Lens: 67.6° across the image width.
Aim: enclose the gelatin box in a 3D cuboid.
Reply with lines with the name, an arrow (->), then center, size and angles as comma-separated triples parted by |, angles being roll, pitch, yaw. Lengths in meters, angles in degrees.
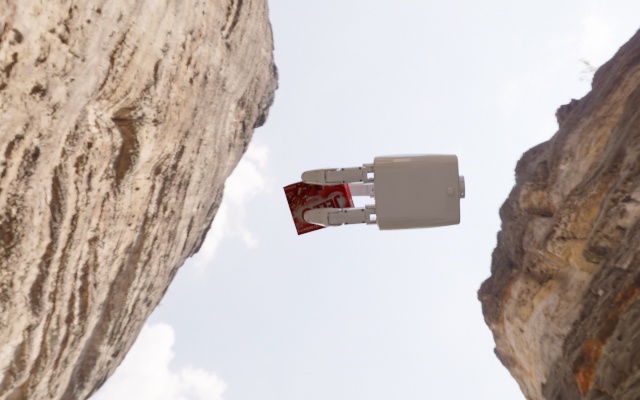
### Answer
gelatin box -> 0.000, 0.002, 0.669 | 0.089, 0.073, 0.030 | -16, 4, 17
